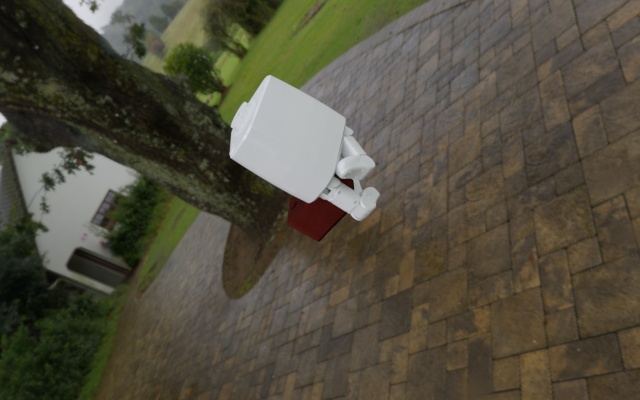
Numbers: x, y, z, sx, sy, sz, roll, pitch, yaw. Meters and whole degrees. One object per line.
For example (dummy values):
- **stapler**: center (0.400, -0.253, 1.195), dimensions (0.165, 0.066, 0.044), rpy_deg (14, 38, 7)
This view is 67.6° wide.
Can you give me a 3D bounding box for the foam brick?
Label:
- **foam brick**: center (0.000, 0.002, 0.598), dimensions (0.051, 0.053, 0.078), rpy_deg (28, -55, -21)
